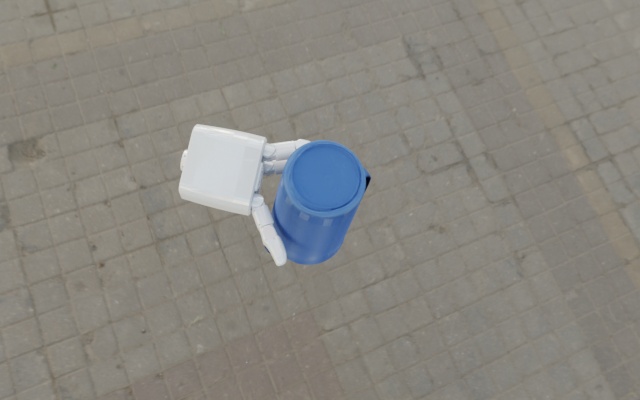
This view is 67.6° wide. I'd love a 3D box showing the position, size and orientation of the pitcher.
[{"bbox_3d":[0.000,0.002,0.715,0.145,0.149,0.243,14,-20,-3],"label":"pitcher"}]
